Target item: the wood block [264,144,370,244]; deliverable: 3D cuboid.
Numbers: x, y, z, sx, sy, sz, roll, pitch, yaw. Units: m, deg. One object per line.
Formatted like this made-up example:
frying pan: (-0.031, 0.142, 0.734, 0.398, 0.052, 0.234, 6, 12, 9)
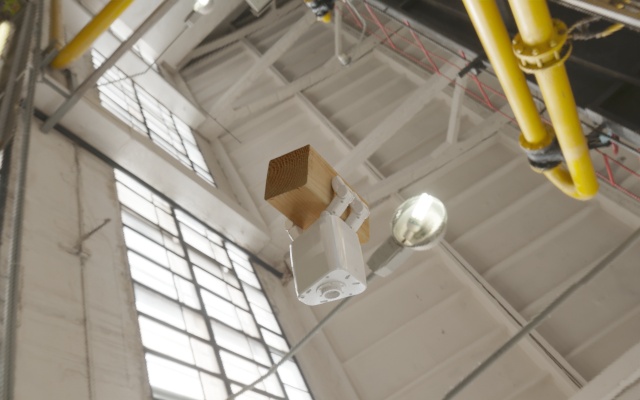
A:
wood block: (0.000, 0.003, 0.867, 0.091, 0.090, 0.206, -19, -41, 28)
